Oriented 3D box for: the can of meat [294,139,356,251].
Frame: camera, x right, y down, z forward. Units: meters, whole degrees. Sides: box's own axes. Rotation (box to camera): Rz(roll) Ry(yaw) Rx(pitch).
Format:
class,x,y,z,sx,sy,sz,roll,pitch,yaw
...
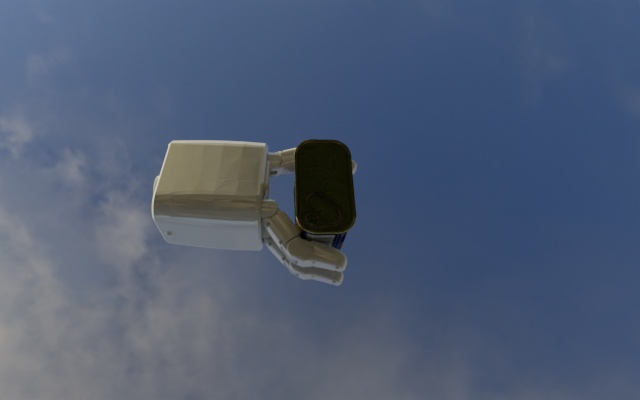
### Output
class,x,y,z,sx,sy,sz,roll,pitch,yaw
can of meat,0.000,0.002,0.498,0.057,0.102,0.084,0,-25,-6
